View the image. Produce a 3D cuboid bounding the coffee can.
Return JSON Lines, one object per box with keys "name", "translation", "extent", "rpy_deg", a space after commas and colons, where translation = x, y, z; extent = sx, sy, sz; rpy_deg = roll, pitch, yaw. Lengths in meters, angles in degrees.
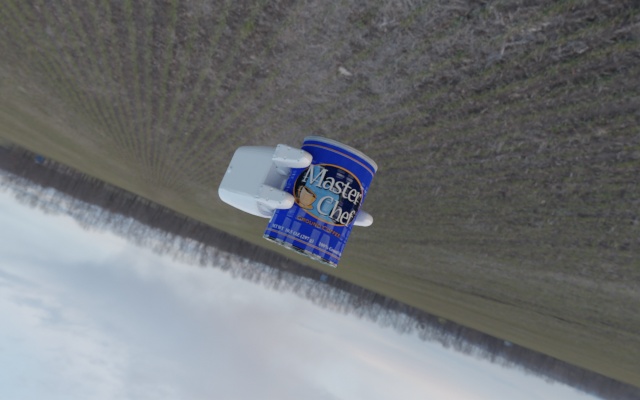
{"name": "coffee can", "translation": [0.000, 0.002, 0.612], "extent": [0.103, 0.140, 0.103], "rpy_deg": [22, -8, 3]}
